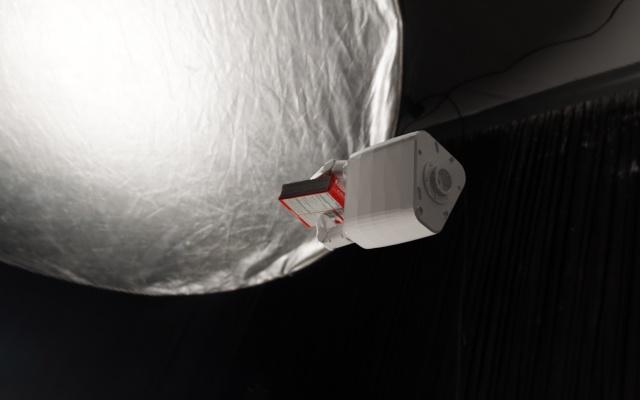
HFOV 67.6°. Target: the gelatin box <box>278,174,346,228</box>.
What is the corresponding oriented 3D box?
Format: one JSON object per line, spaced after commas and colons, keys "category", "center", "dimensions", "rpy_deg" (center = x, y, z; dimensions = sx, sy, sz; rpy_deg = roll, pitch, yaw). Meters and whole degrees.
{"category": "gelatin box", "center": [0.000, 0.003, 0.642], "dimensions": [0.089, 0.030, 0.073], "rpy_deg": [-10, -39, 36]}
